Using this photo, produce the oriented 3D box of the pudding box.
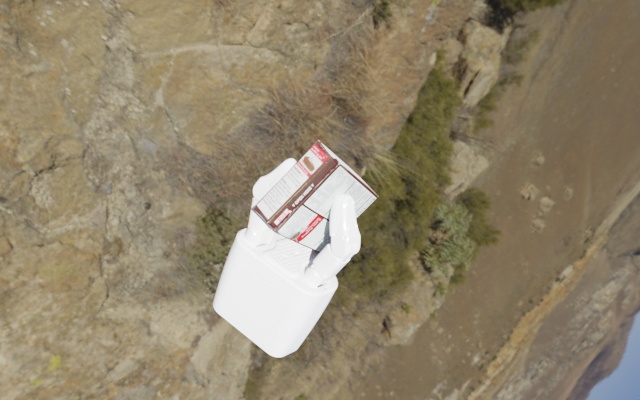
[{"bbox_3d":[0.000,0.002,0.477,0.039,0.090,0.113,46,6,28],"label":"pudding box"}]
